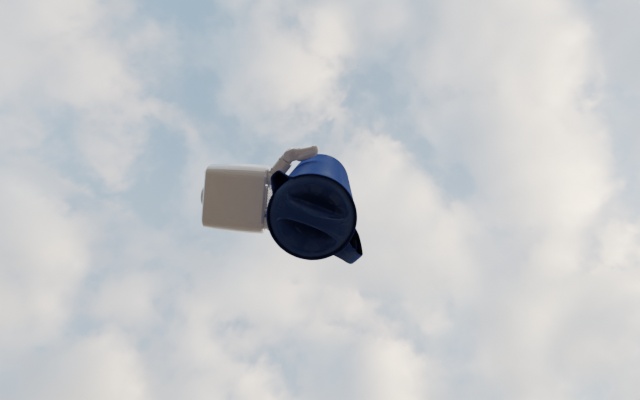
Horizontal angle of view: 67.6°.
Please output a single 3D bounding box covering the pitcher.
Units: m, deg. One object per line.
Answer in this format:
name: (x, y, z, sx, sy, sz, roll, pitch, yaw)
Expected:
pitcher: (0.000, 0.003, 0.804, 0.145, 0.149, 0.242, 2, 16, 3)
